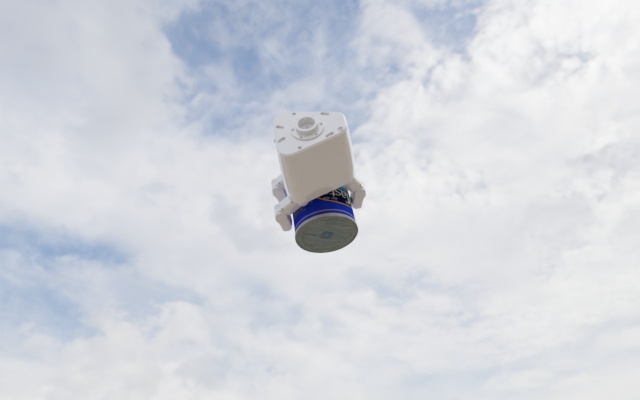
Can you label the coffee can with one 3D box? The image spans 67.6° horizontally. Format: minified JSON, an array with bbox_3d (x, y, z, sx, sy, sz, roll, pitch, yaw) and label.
[{"bbox_3d":[0.000,0.003,0.803,0.103,0.140,0.103,-7,-38,-5],"label":"coffee can"}]
